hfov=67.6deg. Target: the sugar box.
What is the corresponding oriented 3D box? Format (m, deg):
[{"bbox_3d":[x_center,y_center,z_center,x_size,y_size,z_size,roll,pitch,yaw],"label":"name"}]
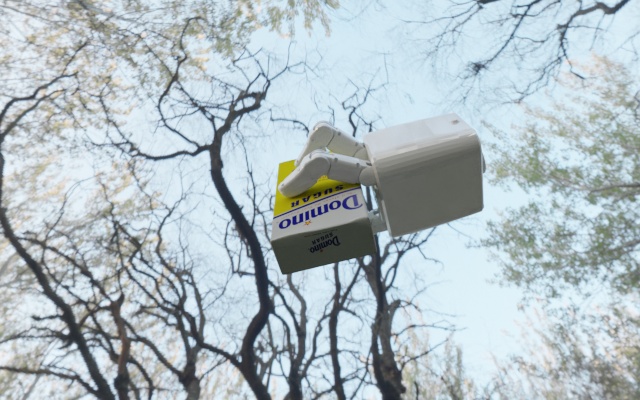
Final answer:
[{"bbox_3d":[0.000,0.001,0.501,0.093,0.048,0.176,-14,25,4],"label":"sugar box"}]
